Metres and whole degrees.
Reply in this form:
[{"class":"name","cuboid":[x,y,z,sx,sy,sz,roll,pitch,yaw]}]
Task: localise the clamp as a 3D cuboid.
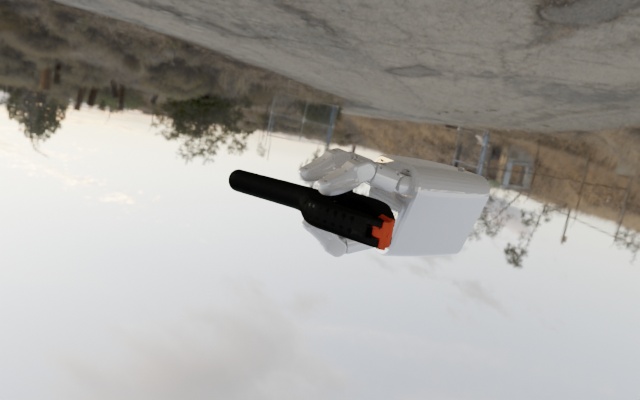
[{"class":"clamp","cuboid":[0.000,0.003,0.507,0.164,0.036,0.210,2,15,-24]}]
